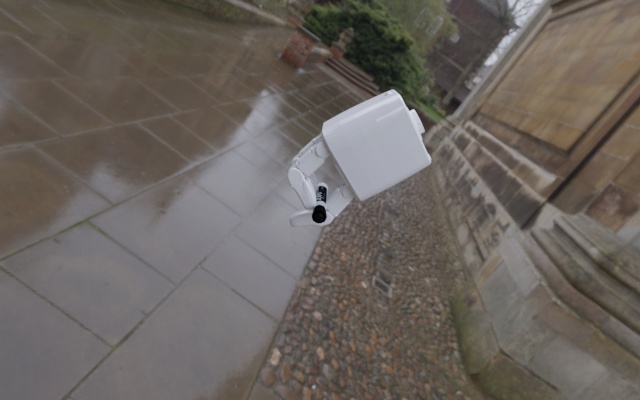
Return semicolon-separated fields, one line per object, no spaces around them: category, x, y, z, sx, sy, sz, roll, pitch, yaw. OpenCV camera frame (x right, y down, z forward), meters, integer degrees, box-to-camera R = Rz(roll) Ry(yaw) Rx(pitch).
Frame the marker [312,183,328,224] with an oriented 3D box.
marker;0.000;0.002;0.643;0.020;0.020;0.121;0;19;2
